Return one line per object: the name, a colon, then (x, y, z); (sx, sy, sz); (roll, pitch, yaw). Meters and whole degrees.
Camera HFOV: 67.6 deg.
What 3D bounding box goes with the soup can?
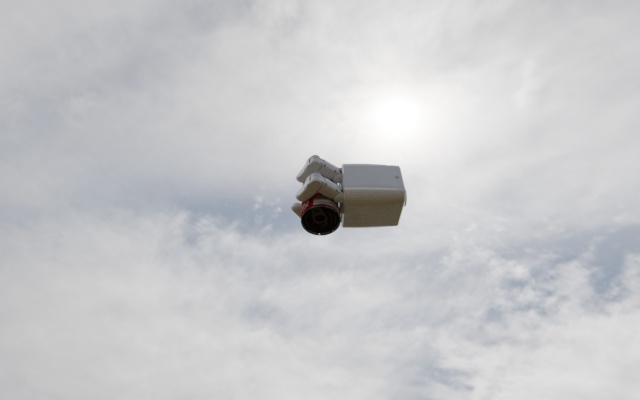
soup can: (0.000, 0.003, 0.846); (0.068, 0.069, 0.102); (0, 40, -1)
